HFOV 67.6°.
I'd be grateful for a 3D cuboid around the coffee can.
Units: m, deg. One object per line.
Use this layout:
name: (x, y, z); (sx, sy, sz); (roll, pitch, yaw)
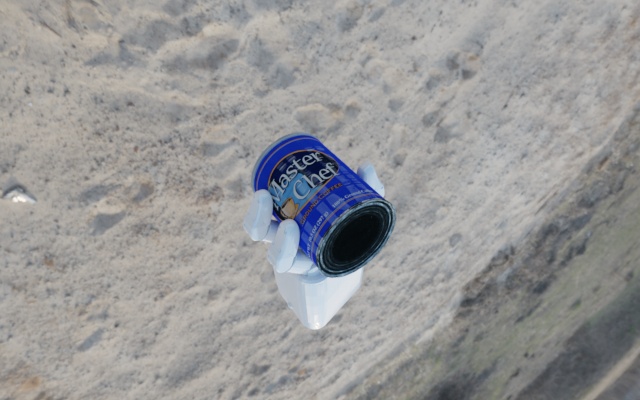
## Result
coffee can: (0.000, 0.002, 0.533); (0.103, 0.103, 0.140); (0, 34, -42)
